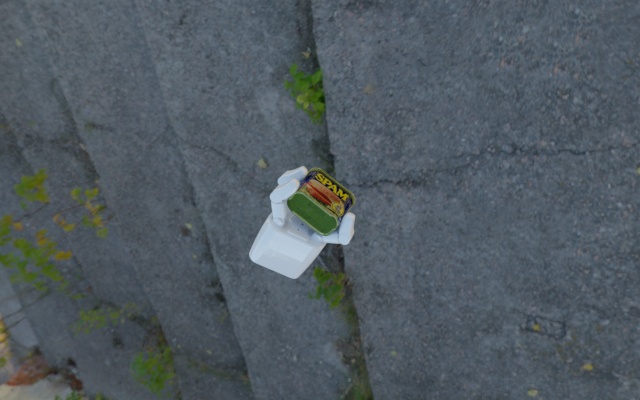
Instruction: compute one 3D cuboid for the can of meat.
[{"bbox_3d":[0.000,0.003,0.837,0.057,0.102,0.084,-51,1,38],"label":"can of meat"}]
